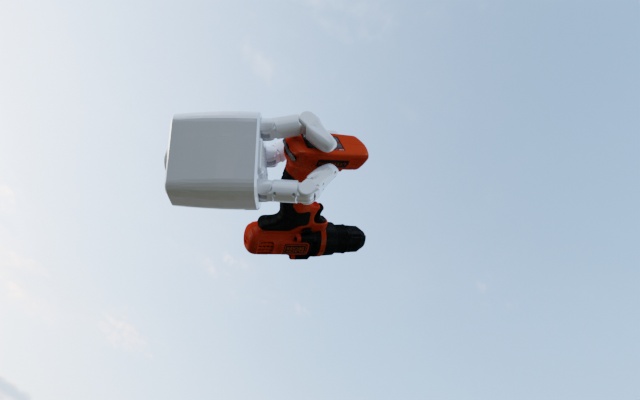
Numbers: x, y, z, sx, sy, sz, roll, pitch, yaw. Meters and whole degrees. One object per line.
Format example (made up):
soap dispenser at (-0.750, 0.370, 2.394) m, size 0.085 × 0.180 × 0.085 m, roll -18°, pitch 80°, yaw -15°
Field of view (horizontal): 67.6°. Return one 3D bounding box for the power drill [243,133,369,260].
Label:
power drill at (0.000, 0.002, 0.647) m, size 0.184 × 0.188 × 0.057 m, roll 1°, pitch 36°, yaw -25°
